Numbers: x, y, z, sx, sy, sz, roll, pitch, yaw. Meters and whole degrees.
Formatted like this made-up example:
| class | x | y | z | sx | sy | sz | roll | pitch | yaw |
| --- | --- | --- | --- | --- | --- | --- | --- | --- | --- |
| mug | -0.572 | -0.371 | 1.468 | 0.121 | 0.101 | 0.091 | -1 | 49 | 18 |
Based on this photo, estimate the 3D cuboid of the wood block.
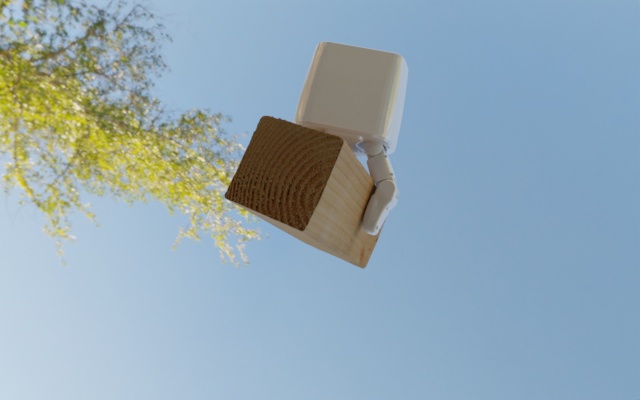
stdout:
| class | x | y | z | sx | sy | sz | roll | pitch | yaw |
| --- | --- | --- | --- | --- | --- | --- | --- | --- | --- |
| wood block | 0.001 | 0.001 | 0.513 | 0.091 | 0.090 | 0.206 | 20 | -8 | 25 |
